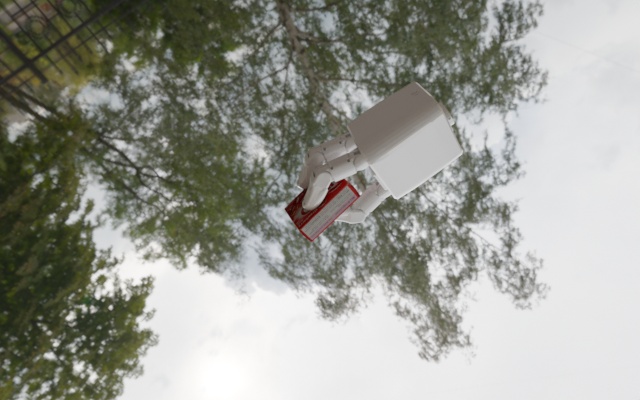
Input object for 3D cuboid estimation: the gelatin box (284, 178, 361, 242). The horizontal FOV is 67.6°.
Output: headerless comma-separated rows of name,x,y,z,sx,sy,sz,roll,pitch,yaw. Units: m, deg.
gelatin box,0.000,0.003,0.630,0.030,0.089,0.073,45,1,-29
